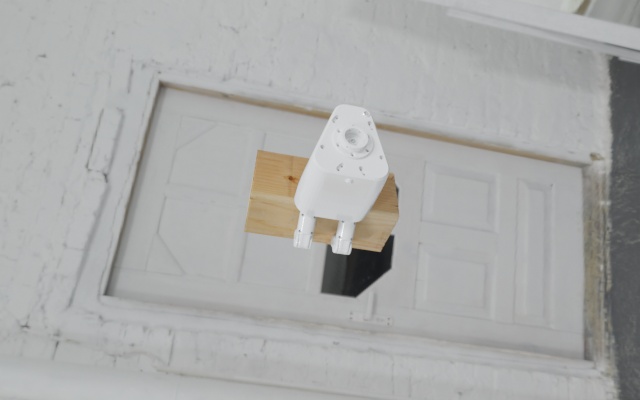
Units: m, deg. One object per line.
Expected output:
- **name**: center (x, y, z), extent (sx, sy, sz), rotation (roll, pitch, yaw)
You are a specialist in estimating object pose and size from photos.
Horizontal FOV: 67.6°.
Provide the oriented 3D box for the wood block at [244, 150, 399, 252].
- **wood block**: center (0.000, 0.002, 0.702), extent (0.206, 0.090, 0.090), rotation (9, -43, -9)
